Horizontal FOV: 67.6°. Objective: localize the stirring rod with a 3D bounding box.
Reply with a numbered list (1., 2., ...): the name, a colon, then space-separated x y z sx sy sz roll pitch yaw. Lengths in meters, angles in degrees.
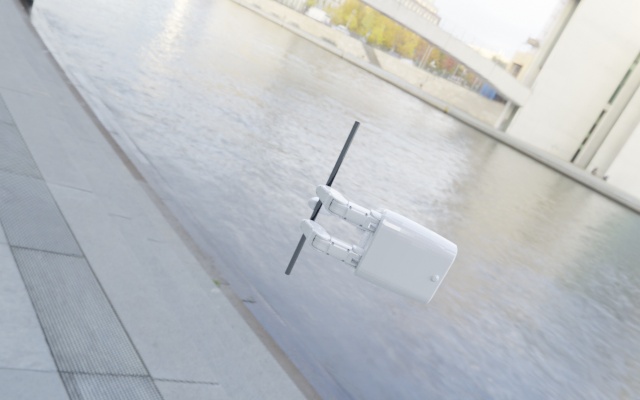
1. stirring rod: 0.000 0.002 0.655 0.011 0.239 0.011 23 18 -8
